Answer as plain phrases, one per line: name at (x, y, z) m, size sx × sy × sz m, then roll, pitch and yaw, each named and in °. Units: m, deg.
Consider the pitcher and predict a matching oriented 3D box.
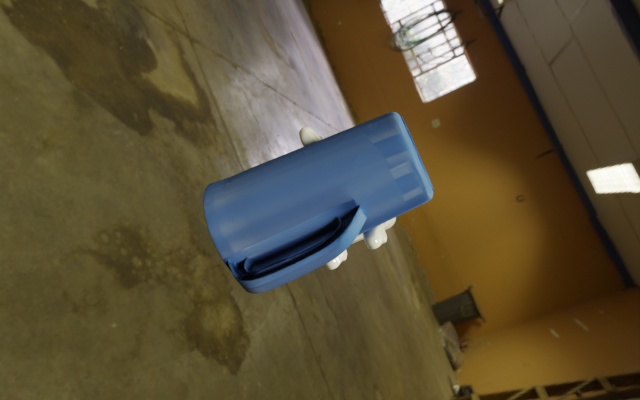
pitcher at (0.000, 0.002, 0.545) m, size 0.243 × 0.149 × 0.145 m, roll -24°, pitch -11°, yaw 12°
